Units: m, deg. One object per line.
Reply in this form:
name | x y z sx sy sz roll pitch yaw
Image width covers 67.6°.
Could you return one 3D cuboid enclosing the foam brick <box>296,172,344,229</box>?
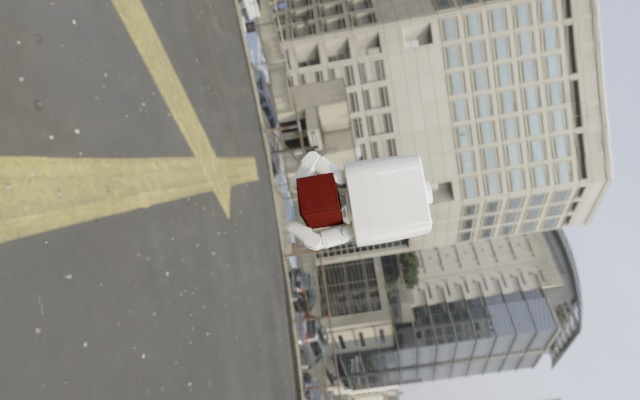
foam brick | 0.000 0.002 0.646 0.051 0.053 0.078 -9 -18 5
